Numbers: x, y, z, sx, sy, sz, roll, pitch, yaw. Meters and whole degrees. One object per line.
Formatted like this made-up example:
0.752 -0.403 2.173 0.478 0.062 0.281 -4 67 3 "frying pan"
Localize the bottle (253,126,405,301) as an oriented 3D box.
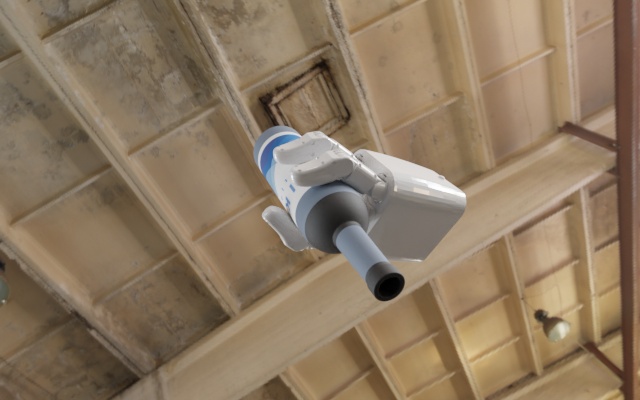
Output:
0.000 0.001 0.484 0.069 0.069 0.295 0 26 -24 "bottle"
